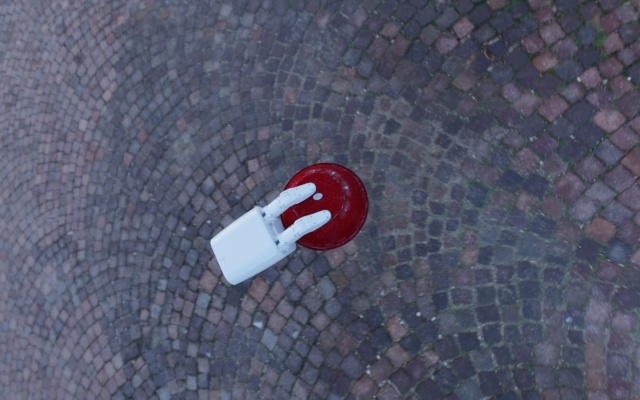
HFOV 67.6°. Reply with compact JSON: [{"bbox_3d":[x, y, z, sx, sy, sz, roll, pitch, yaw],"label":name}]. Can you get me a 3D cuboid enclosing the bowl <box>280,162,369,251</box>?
[{"bbox_3d":[0.001,0.002,0.820,0.162,0.162,0.055,0,-15,12],"label":"bowl"}]
